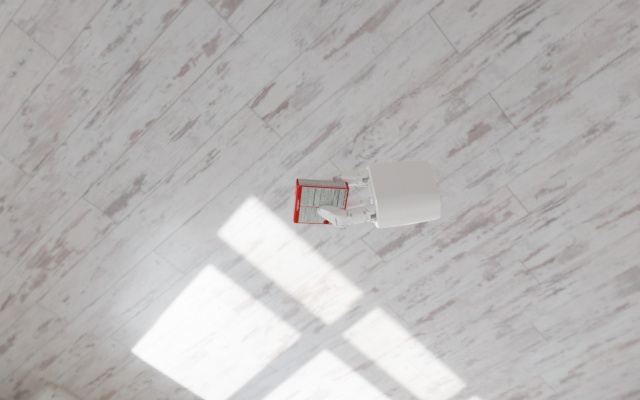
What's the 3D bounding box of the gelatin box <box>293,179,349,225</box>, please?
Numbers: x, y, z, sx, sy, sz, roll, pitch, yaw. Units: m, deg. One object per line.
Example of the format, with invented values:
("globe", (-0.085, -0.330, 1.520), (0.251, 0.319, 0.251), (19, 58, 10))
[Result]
("gelatin box", (0.000, 0.003, 0.810), (0.089, 0.073, 0.030), (2, 29, -9))
